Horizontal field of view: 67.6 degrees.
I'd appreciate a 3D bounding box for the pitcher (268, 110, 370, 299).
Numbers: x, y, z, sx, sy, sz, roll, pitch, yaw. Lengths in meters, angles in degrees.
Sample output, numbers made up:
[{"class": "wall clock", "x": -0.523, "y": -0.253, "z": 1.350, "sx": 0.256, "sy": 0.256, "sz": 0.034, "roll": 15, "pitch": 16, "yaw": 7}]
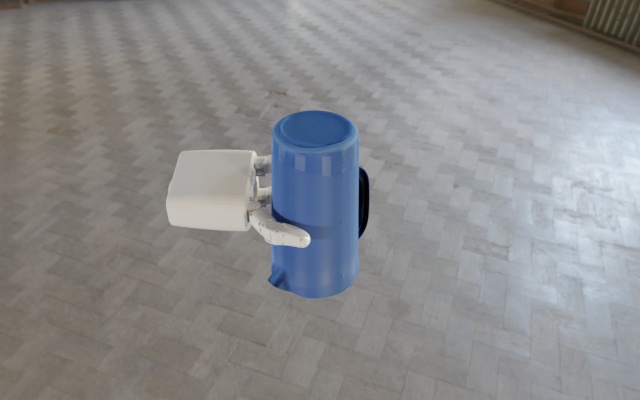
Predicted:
[{"class": "pitcher", "x": 0.000, "y": 0.002, "z": 0.659, "sx": 0.145, "sy": 0.243, "sz": 0.149, "roll": 3, "pitch": 37, "yaw": 3}]
